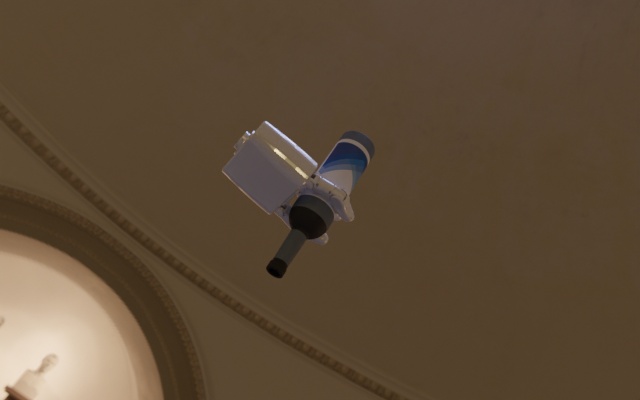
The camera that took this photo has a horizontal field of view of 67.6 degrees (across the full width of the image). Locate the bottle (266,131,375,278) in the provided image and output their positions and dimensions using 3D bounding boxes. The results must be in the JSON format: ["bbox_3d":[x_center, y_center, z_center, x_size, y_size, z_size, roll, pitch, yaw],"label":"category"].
[{"bbox_3d":[0.000,0.002,0.764,0.069,0.069,0.295,0,43,38],"label":"bottle"}]
